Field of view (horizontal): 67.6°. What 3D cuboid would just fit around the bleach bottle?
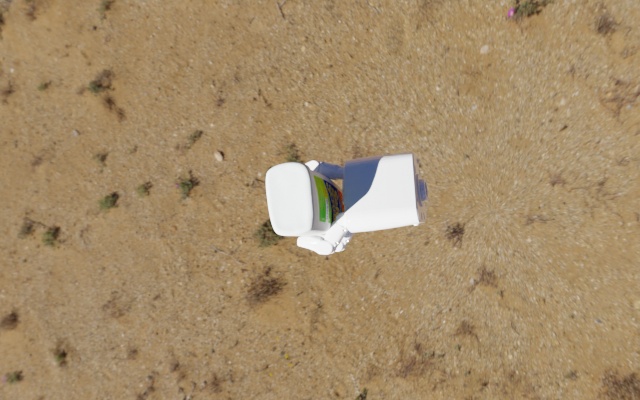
[{"bbox_3d":[0.000,0.003,0.751,0.068,0.102,0.251,-8,-4,19],"label":"bleach bottle"}]
